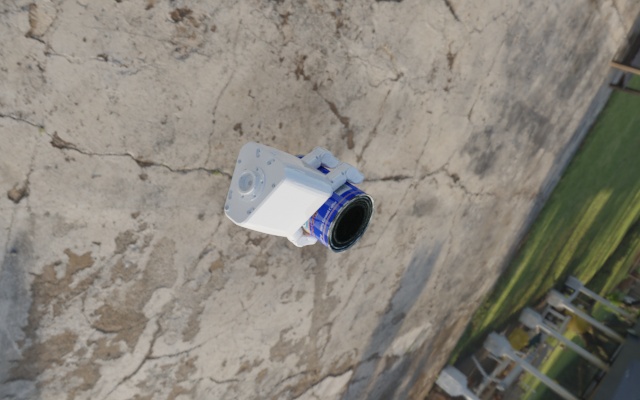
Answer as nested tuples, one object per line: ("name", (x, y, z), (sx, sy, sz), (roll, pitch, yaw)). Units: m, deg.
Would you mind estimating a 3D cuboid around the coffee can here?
("coffee can", (0.000, 0.002, 0.756), (0.140, 0.103, 0.103), (34, 20, 33))
